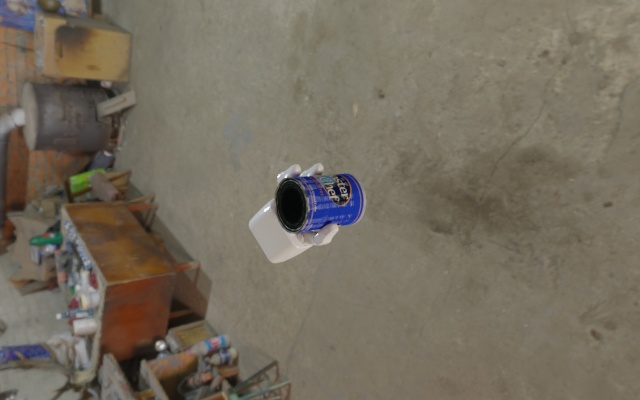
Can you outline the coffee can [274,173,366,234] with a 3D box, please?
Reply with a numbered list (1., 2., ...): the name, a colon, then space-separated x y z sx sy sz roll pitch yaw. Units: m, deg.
1. coffee can: 0.000 0.003 0.890 0.140 0.103 0.103 -6 4 -39
